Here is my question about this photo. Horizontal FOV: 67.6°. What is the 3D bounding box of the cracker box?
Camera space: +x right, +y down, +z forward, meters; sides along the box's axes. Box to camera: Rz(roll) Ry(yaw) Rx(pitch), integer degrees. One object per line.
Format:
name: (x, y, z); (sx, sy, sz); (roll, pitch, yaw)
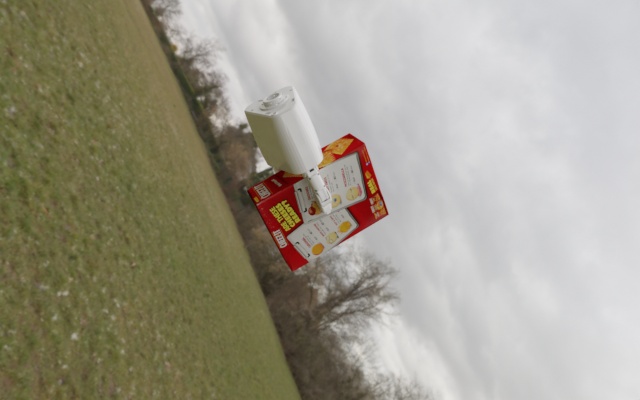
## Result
cracker box: (0.000, 0.003, 0.859); (0.213, 0.164, 0.072); (-30, 34, -9)
